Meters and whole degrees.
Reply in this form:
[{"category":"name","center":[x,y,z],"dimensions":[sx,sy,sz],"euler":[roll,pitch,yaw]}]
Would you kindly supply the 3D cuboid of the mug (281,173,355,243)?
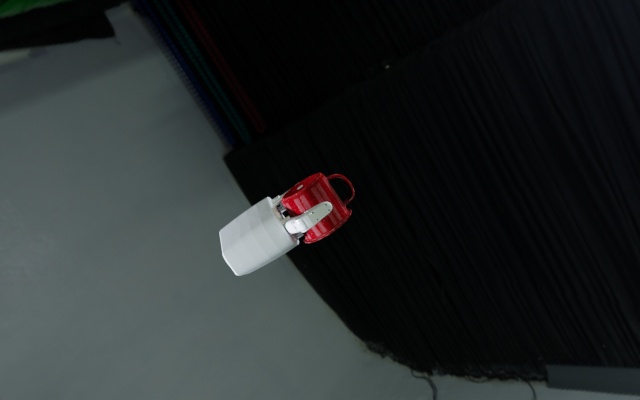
[{"category":"mug","center":[0.001,0.002,0.775],"dimensions":[0.117,0.081,0.093],"euler":[-34,12,-2]}]
